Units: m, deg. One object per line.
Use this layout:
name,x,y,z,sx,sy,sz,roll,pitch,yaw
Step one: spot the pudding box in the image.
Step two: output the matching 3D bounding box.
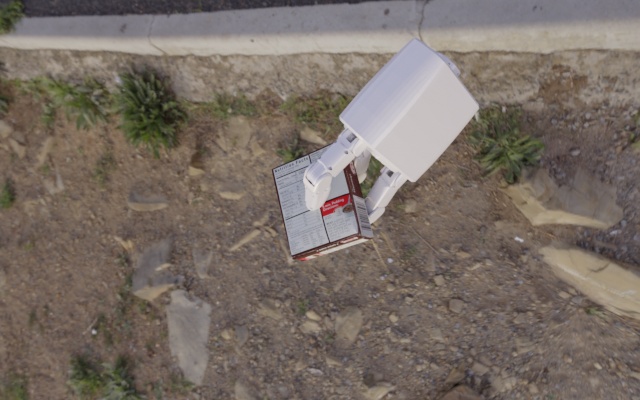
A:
pudding box,0.000,0.002,0.536,0.090,0.113,0.039,-21,-20,23
